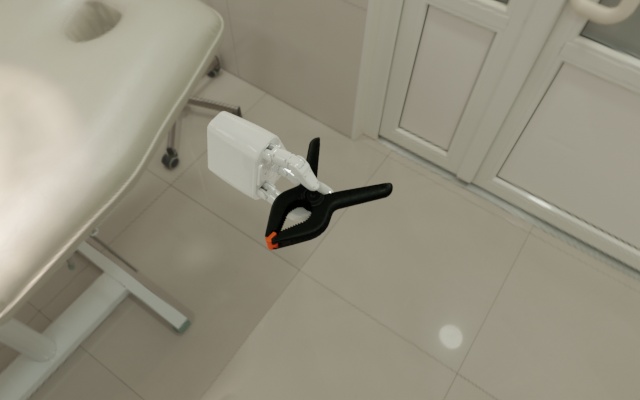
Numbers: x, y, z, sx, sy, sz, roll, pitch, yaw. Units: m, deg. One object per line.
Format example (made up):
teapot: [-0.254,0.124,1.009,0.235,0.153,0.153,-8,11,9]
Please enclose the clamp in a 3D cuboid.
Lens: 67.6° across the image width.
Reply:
clamp: [0.000,0.002,0.737,0.164,0.210,0.036,28,-28,21]
